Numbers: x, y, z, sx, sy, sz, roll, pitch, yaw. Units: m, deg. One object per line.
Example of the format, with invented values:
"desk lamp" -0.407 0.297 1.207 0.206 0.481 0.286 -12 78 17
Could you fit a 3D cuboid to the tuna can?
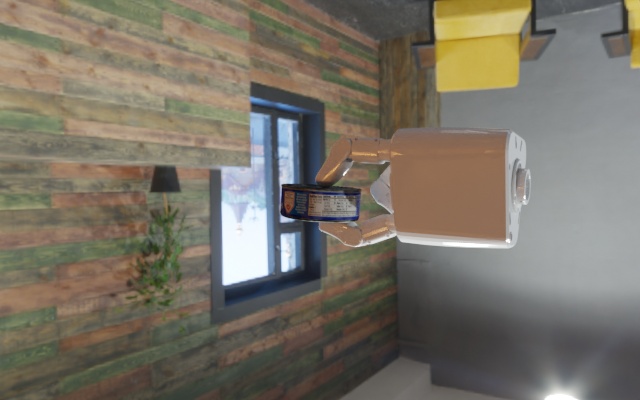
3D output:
"tuna can" 0.000 0.002 0.507 0.086 0.034 0.086 4 5 0
